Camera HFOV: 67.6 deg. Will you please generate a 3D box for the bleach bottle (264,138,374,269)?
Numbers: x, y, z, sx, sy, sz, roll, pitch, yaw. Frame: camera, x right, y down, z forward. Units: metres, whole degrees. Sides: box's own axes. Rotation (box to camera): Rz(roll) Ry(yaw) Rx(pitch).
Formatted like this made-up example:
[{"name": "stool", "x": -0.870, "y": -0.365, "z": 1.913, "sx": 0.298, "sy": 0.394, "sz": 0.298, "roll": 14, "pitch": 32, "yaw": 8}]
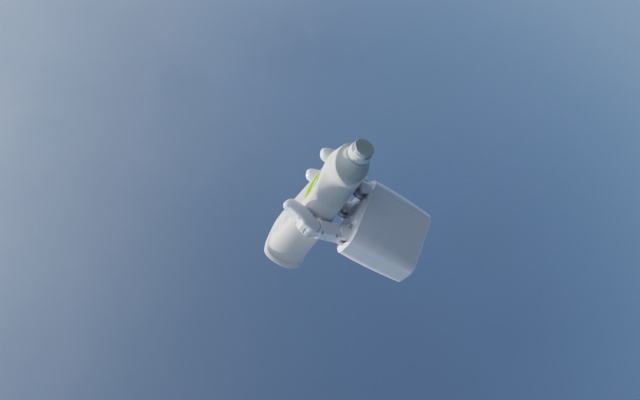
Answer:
[{"name": "bleach bottle", "x": 0.000, "y": 0.002, "z": 0.695, "sx": 0.068, "sy": 0.102, "sz": 0.251, "roll": 28, "pitch": -41, "yaw": -10}]
